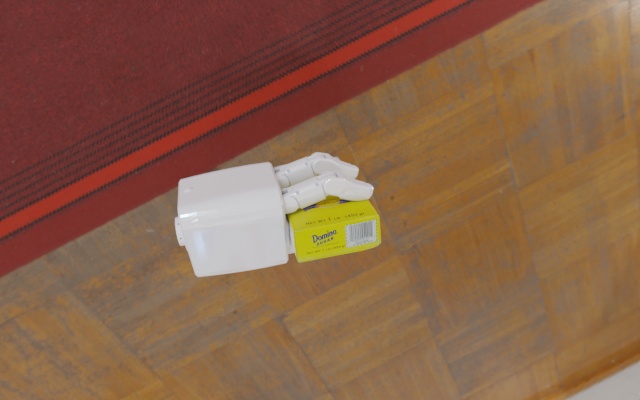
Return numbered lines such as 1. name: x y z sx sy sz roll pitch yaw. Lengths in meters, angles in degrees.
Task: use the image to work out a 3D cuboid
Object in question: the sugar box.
1. sugar box: 0.000 0.001 0.567 0.093 0.048 0.176 -10 30 -10
